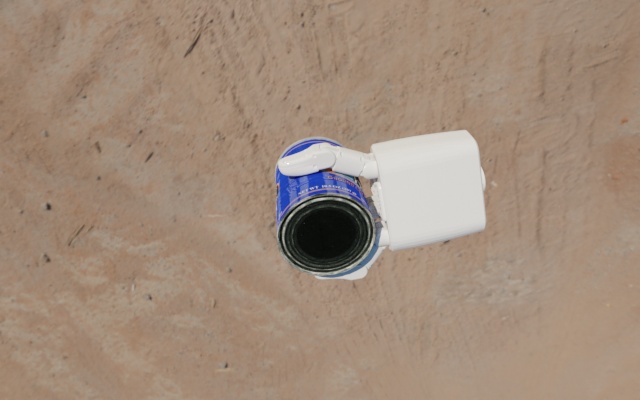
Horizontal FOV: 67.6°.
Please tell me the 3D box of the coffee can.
[{"bbox_3d":[0.000,0.002,0.545,0.103,0.103,0.140,0,31,-6],"label":"coffee can"}]
